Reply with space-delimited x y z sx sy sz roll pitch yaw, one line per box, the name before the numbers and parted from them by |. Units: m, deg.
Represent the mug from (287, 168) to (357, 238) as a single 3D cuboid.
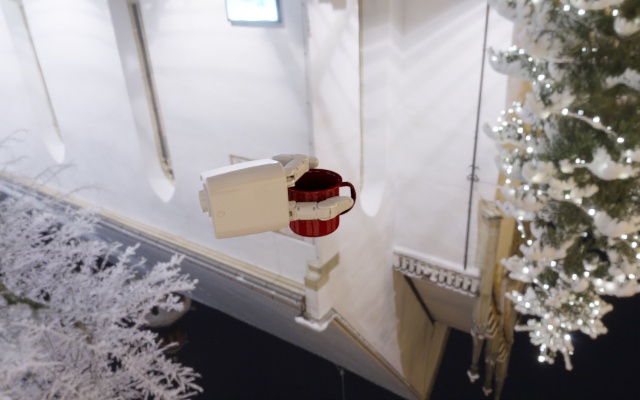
mug | 0.001 0.002 0.747 0.117 0.081 0.093 -10 27 -16
